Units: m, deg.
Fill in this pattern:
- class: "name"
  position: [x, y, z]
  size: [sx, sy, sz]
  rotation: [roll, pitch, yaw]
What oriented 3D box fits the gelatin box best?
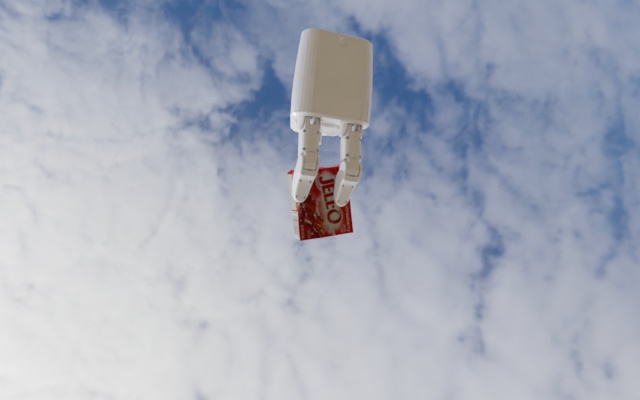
- class: "gelatin box"
  position: [0.000, 0.002, 0.606]
  size: [0.073, 0.089, 0.030]
  rotation: [-8, 7, -20]
